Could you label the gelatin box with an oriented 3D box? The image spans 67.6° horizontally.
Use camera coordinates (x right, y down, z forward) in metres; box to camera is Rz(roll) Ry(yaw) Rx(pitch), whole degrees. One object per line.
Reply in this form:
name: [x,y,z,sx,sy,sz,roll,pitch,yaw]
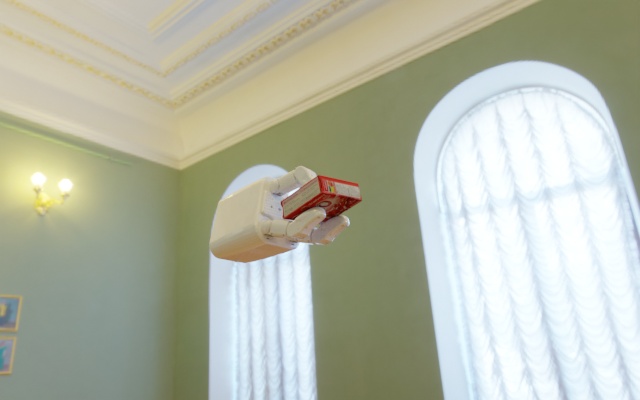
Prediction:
gelatin box: [0.000,0.002,0.655,0.073,0.030,0.089,11,-32,-39]
